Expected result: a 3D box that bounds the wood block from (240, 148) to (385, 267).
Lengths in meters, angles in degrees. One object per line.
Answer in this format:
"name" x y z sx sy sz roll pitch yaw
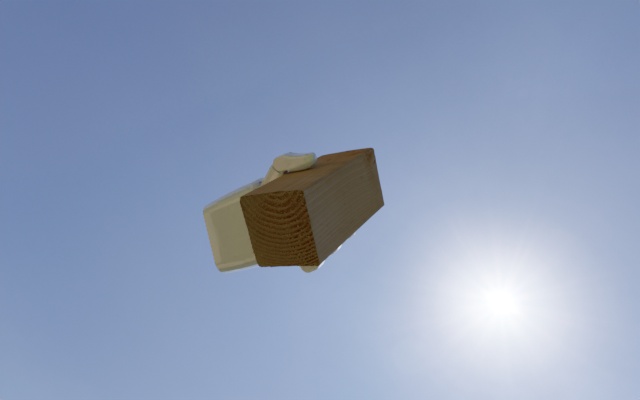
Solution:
"wood block" 0.000 0.002 0.620 0.090 0.091 0.206 -5 16 30
